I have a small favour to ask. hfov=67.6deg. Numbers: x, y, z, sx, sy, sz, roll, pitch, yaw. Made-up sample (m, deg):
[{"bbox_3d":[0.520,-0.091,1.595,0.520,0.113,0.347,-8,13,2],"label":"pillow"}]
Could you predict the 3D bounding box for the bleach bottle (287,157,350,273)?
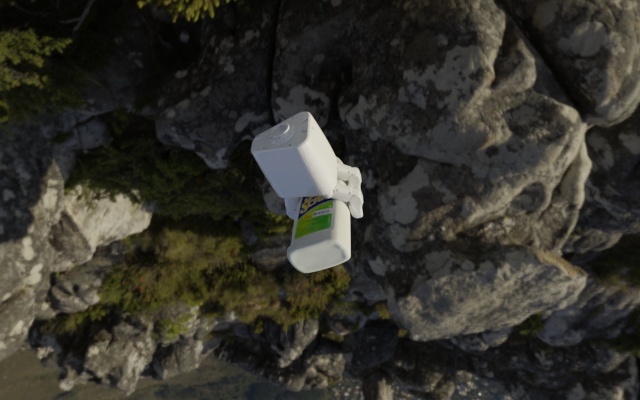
[{"bbox_3d":[0.000,0.003,0.844,0.102,0.250,0.068,-18,-49,18],"label":"bleach bottle"}]
